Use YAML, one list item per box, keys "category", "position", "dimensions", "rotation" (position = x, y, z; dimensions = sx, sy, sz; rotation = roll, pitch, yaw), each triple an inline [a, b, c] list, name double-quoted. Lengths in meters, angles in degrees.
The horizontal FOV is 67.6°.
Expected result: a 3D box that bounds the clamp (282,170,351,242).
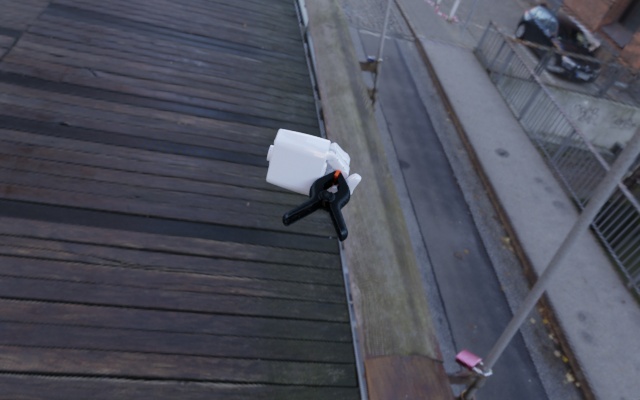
- category: "clamp"
  position: [0.000, 0.002, 0.896]
  dimensions: [0.120, 0.039, 0.171]
  rotation: [14, 42, 0]
